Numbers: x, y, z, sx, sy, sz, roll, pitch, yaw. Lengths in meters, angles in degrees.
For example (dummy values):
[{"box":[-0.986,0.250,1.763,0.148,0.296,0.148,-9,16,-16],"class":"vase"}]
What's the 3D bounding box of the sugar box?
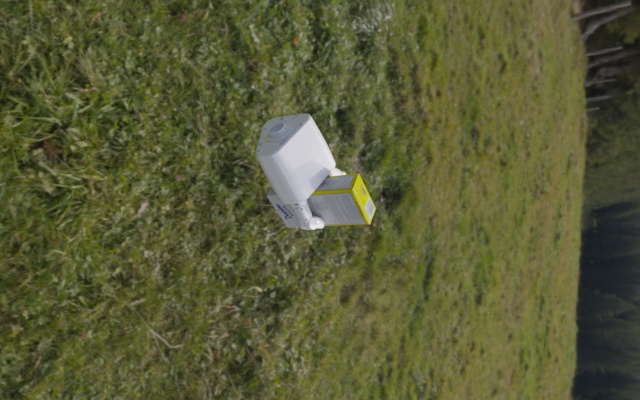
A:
[{"box":[0.000,0.002,0.857,0.176,0.048,0.093,-1,-44,31],"class":"sugar box"}]
